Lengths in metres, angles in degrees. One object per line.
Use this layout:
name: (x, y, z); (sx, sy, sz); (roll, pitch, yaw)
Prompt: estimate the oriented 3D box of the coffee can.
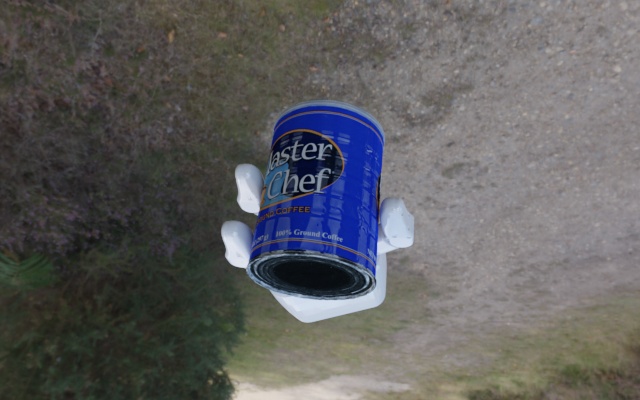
coffee can: (0.000, 0.001, 0.405); (0.103, 0.140, 0.103); (6, -29, 3)
